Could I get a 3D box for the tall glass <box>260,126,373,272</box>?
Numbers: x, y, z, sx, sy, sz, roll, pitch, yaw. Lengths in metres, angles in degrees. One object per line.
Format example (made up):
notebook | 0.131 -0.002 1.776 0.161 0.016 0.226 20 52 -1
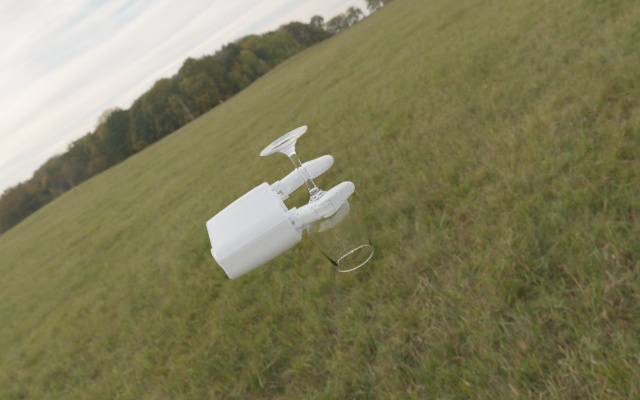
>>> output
tall glass | 0.000 0.002 0.661 0.079 0.201 0.079 -29 17 9
